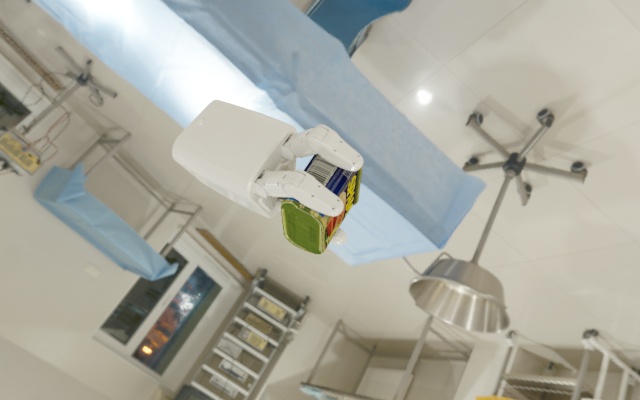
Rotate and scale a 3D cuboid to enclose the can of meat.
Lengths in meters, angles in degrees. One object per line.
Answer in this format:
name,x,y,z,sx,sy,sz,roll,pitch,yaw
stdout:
can of meat,0.000,0.002,0.526,0.057,0.084,0.102,26,-28,15
